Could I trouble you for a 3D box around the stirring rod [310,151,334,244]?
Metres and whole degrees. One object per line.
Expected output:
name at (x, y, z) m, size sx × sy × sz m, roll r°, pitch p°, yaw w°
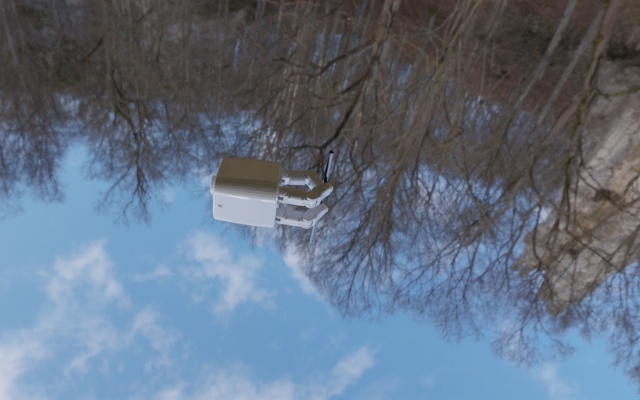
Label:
stirring rod at (0.000, 0.003, 0.859) m, size 0.011 × 0.011 × 0.240 m, roll 0°, pitch -42°, yaw -12°
